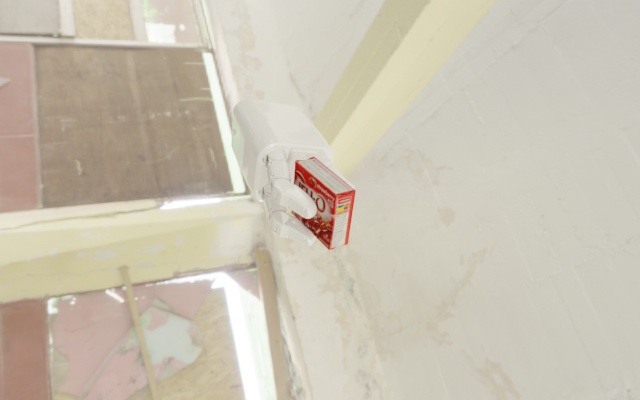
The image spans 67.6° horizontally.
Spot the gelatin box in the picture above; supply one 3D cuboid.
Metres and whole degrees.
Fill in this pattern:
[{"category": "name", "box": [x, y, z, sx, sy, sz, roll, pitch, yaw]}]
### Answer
[{"category": "gelatin box", "box": [0.001, 0.002, 0.549, 0.030, 0.073, 0.089, -15, 38, -30]}]
